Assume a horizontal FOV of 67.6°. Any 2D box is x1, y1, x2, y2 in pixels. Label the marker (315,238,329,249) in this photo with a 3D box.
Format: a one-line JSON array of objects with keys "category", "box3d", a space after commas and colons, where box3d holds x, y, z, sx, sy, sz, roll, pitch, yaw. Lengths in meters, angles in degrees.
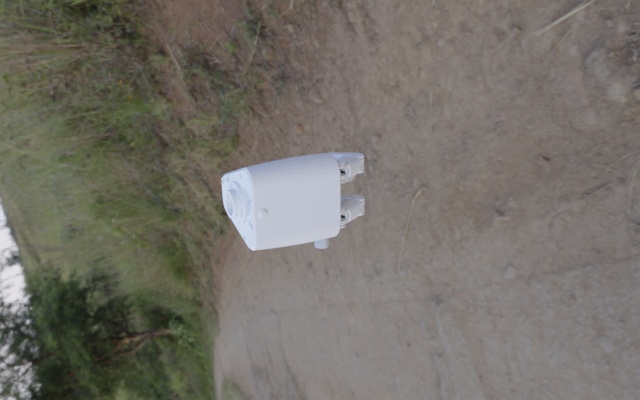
[{"category": "marker", "box3d": [0.000, 0.002, 0.609, 0.020, 0.121, 0.020, -1, 16, 0]}]
